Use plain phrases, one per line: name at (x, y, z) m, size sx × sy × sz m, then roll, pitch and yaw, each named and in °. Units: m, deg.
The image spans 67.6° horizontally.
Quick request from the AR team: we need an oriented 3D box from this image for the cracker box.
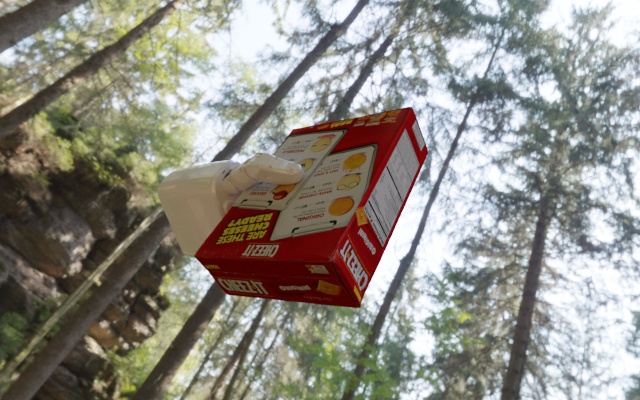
cracker box at (0.000, 0.001, 0.490) m, size 0.164 × 0.072 × 0.213 m, roll -4°, pitch 41°, yaw 37°
